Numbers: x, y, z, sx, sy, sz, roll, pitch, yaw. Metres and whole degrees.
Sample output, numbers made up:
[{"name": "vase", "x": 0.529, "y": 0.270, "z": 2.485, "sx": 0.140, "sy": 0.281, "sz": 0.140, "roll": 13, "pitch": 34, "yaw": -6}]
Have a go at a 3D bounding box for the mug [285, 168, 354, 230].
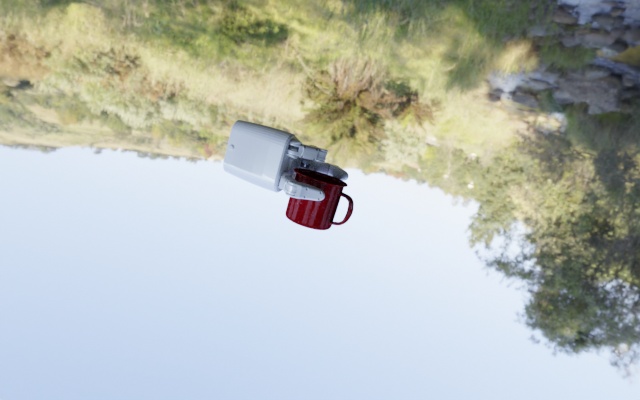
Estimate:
[{"name": "mug", "x": 0.001, "y": 0.003, "z": 0.788, "sx": 0.117, "sy": 0.081, "sz": 0.093, "roll": 21, "pitch": 12, "yaw": 21}]
